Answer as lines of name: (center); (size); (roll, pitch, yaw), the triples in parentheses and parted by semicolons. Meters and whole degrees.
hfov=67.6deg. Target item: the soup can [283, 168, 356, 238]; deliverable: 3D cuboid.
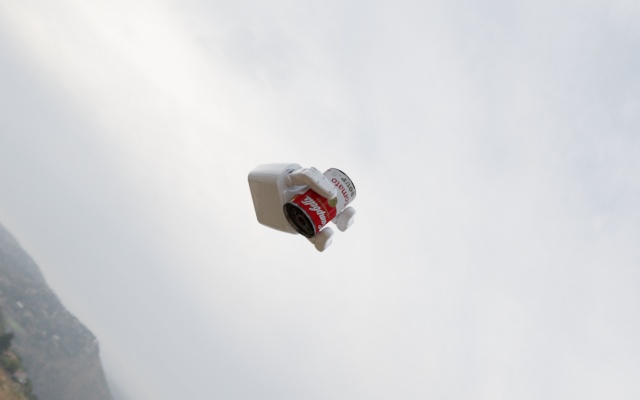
soup can: (0.001, 0.002, 0.754); (0.102, 0.068, 0.068); (-40, 22, -29)
